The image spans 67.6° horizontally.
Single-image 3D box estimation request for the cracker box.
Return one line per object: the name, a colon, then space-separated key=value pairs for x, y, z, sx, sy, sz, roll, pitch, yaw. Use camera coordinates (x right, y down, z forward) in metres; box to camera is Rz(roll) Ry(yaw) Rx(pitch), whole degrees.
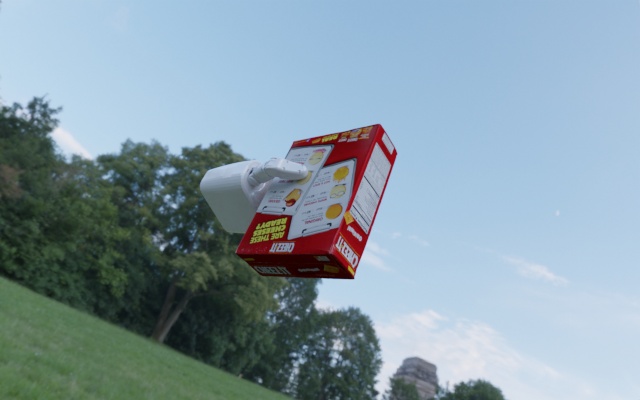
cracker box: x=0.000 y=0.002 z=0.665 sx=0.164 sy=0.213 sz=0.072 roll=-5 pitch=-41 yaw=39
